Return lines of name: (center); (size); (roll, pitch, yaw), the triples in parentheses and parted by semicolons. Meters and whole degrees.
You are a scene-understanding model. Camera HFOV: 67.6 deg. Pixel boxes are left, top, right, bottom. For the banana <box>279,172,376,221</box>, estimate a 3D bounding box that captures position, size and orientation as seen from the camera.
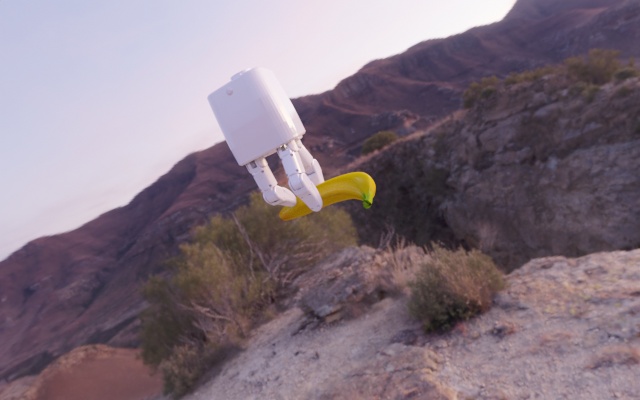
banana: (0.014, -0.007, 0.684); (0.069, 0.037, 0.198); (-38, 15, -36)
